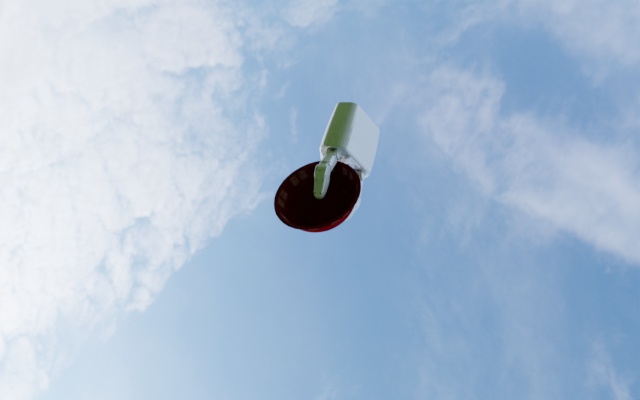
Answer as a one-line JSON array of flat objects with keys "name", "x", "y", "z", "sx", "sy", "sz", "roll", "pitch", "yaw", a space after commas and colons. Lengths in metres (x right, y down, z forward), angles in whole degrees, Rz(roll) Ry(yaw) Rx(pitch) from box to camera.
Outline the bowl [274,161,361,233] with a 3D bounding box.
[{"name": "bowl", "x": 0.000, "y": 0.004, "z": 0.863, "sx": 0.162, "sy": 0.162, "sz": 0.055, "roll": 0, "pitch": -40, "yaw": 21}]
